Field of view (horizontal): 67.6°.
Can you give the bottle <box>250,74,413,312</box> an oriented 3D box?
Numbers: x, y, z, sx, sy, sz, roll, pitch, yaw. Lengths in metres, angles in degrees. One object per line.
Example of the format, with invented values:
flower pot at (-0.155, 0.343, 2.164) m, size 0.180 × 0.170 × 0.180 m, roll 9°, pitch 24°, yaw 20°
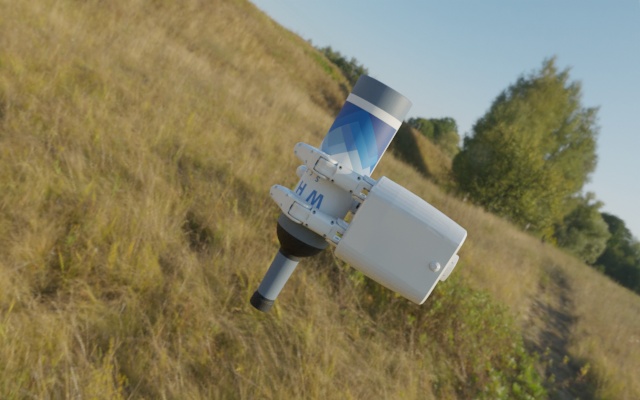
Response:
bottle at (0.000, 0.002, 0.553) m, size 0.069 × 0.296 × 0.069 m, roll 30°, pitch 9°, yaw -5°
